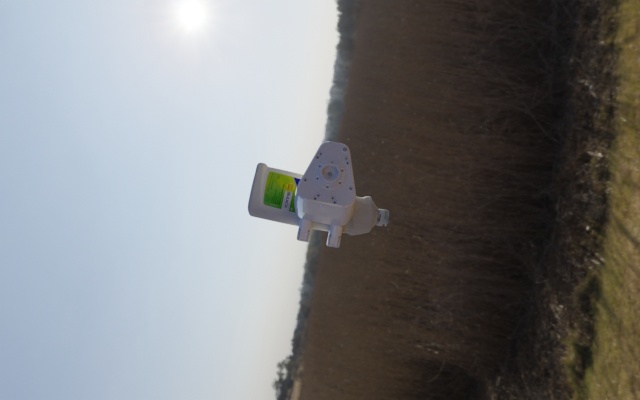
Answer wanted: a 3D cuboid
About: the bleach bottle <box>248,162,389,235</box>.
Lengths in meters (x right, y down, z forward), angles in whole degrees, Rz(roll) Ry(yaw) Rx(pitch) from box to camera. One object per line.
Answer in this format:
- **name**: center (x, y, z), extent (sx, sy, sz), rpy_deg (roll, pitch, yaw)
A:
- **bleach bottle**: center (0.000, 0.003, 0.874), extent (0.251, 0.102, 0.068), rpy_deg (10, -17, 1)
